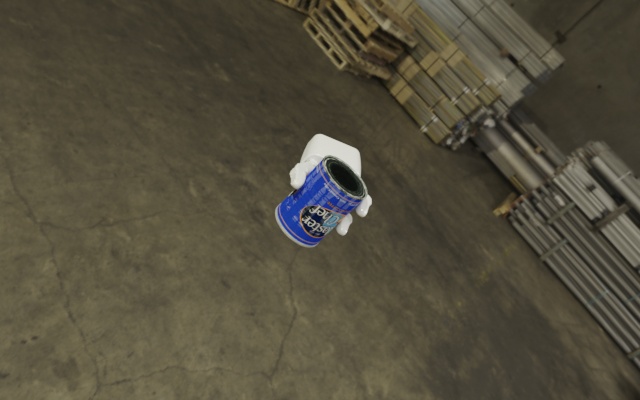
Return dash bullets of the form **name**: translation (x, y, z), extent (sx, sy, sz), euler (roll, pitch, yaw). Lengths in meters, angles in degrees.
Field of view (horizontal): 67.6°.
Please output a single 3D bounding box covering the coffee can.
- **coffee can**: translation (0.000, 0.003, 0.859), extent (0.140, 0.102, 0.103), euler (-45, -24, 27)
